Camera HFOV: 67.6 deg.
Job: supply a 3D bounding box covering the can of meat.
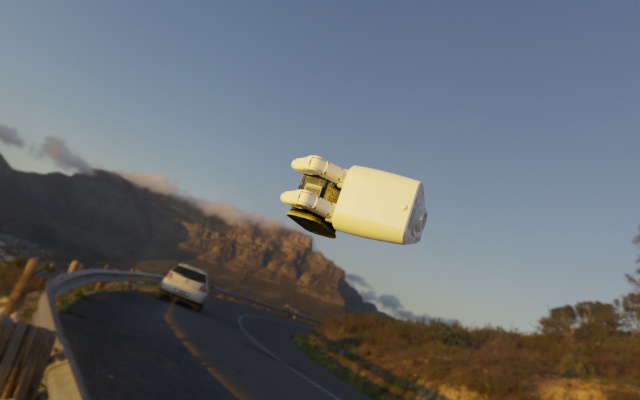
[{"bbox_3d":[0.000,0.002,0.739,0.057,0.084,0.102,13,-15,26],"label":"can of meat"}]
